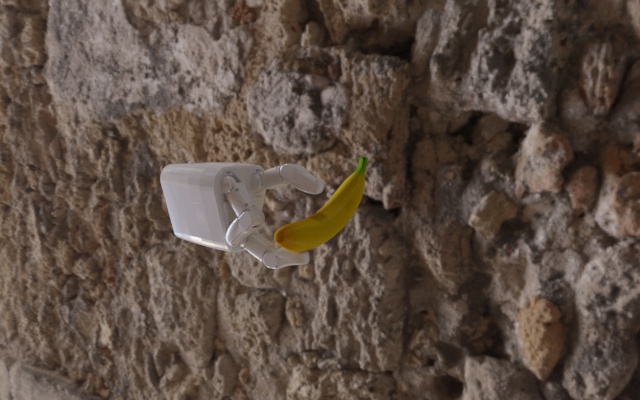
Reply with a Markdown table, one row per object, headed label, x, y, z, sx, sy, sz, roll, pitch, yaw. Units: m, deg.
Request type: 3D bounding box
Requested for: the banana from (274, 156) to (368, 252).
| label | x | y | z | sx | sy | sz | roll | pitch | yaw |
| --- | --- | --- | --- | --- | --- | --- | --- | --- | --- |
| banana | 0.006 | 0.016 | 0.593 | 0.037 | 0.070 | 0.197 | 7 | 35 | 33 |
